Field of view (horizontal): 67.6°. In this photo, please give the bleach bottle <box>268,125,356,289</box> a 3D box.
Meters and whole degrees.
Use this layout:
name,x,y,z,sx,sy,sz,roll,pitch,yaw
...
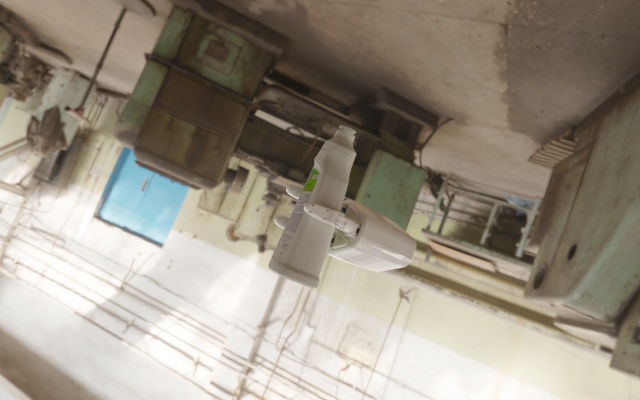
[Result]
name,x,y,z,sx,sy,sz,roll,pitch,yaw
bleach bottle,0.000,0.002,0.738,0.068,0.251,0.102,24,-7,-21
